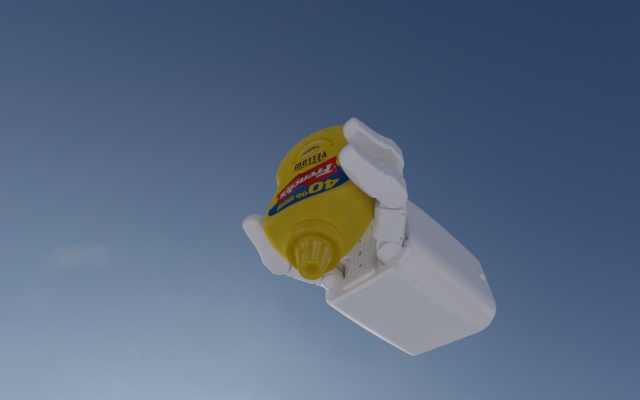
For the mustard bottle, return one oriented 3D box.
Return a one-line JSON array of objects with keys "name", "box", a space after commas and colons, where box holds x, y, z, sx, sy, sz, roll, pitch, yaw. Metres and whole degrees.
[{"name": "mustard bottle", "box": [0.000, 0.001, 0.403, 0.096, 0.058, 0.191, -22, 25, 16]}]
